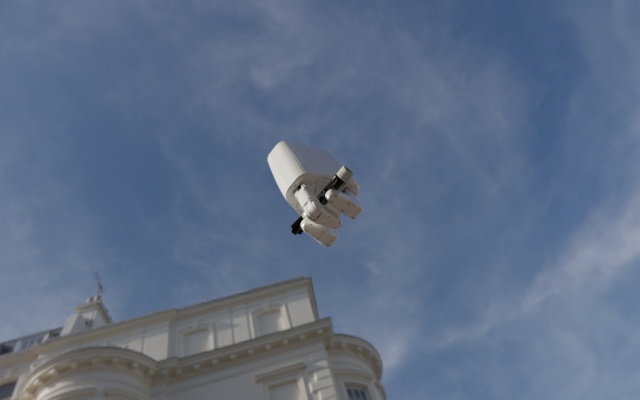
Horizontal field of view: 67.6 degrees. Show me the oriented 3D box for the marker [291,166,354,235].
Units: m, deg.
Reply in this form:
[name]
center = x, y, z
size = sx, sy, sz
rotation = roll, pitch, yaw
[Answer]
[marker]
center = 0.000, 0.002, 0.668
size = 0.020, 0.121, 0.020
rotation = 38, 15, -12
